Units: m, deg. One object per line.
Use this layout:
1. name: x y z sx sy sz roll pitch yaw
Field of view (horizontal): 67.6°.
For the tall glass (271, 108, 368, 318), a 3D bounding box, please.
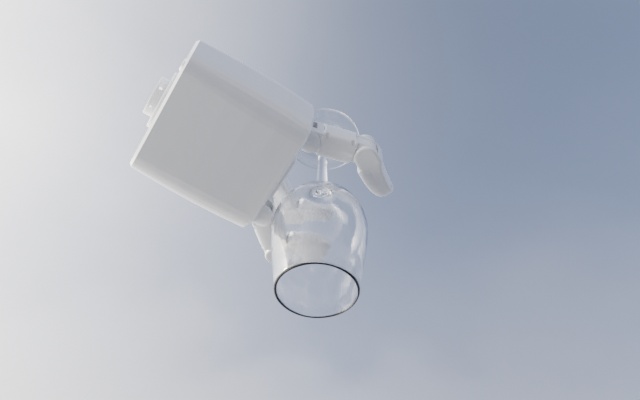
1. tall glass: 0.000 0.001 0.415 0.079 0.079 0.200 0 40 2
